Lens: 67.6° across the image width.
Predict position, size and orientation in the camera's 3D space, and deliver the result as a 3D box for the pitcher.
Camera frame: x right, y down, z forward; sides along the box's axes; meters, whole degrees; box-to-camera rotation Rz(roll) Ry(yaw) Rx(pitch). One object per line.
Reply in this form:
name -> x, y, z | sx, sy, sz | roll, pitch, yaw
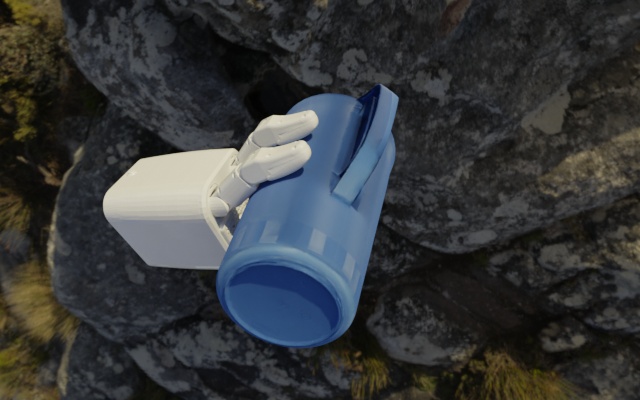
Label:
pitcher -> 0.000, 0.001, 0.438 | 0.145, 0.149, 0.242 | -3, 35, 15
